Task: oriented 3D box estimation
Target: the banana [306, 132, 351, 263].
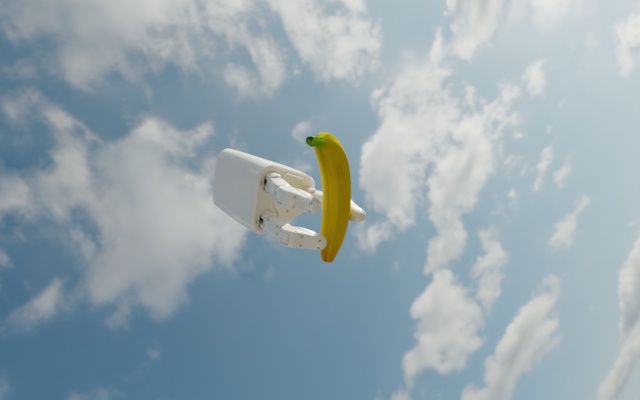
[{"bbox_3d":[0.012,-0.010,0.604,0.037,0.198,0.069,23,47,35],"label":"banana"}]
